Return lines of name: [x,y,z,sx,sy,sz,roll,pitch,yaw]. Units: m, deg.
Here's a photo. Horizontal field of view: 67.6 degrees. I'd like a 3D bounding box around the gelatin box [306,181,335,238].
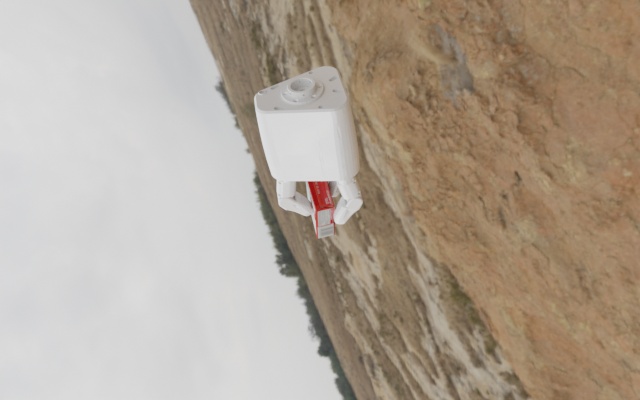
gelatin box: [0.000,0.003,0.694,0.030,0.073,0.089,-12,-30,-6]
